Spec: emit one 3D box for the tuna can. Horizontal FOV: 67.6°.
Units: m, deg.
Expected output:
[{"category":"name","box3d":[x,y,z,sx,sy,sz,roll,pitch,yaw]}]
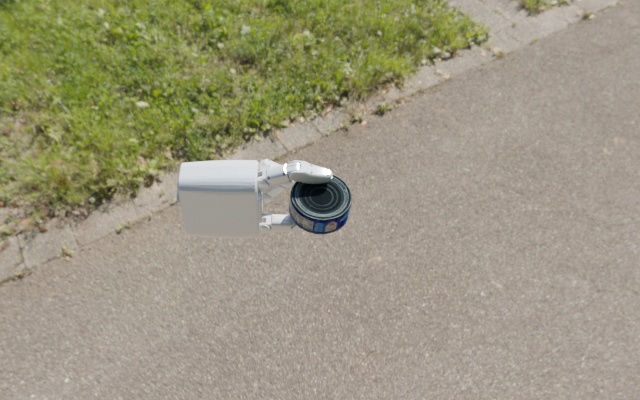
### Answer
[{"category":"tuna can","box3d":[0.000,0.002,0.656,0.086,0.086,0.034,0,-37,-7]}]
